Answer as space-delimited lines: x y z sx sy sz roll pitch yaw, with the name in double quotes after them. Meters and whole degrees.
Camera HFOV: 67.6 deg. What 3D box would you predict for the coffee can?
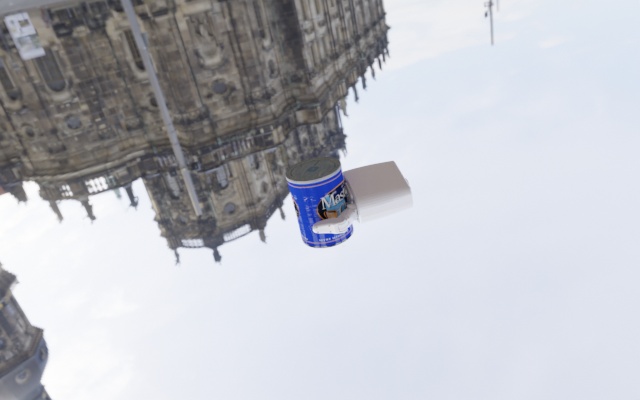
0.000 0.003 0.889 0.103 0.140 0.102 -10 26 5 "coffee can"
